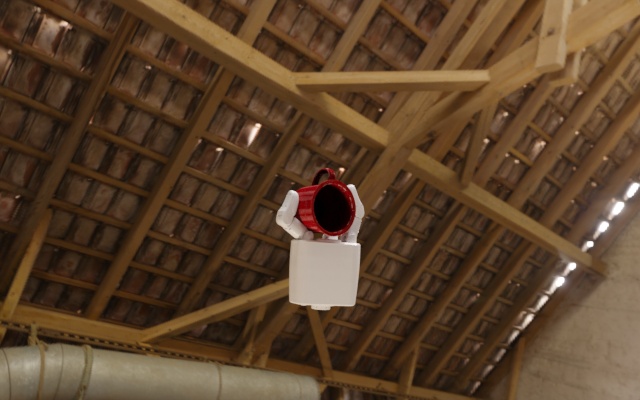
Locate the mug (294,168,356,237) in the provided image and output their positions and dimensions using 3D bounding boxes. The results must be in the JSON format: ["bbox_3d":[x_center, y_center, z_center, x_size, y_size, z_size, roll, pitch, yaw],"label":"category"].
[{"bbox_3d":[0.000,0.001,0.813,0.093,0.117,0.081,10,-9,-35],"label":"mug"}]
